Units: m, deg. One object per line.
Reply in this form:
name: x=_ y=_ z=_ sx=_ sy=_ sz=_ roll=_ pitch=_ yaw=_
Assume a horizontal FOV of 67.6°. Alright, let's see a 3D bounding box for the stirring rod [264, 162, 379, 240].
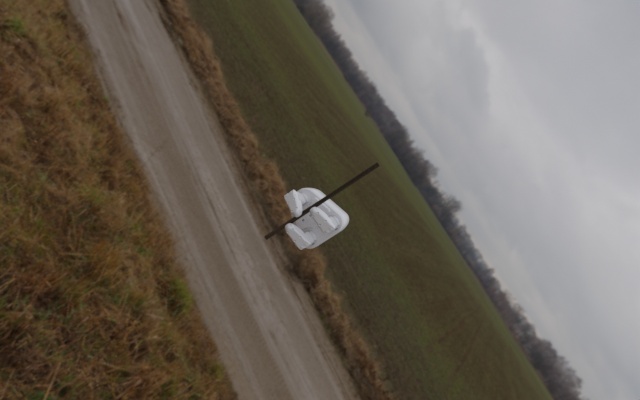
stirring rod: x=0.000 y=0.003 z=0.837 sx=0.239 sy=0.011 sz=0.011 roll=-33 pitch=-7 yaw=11
